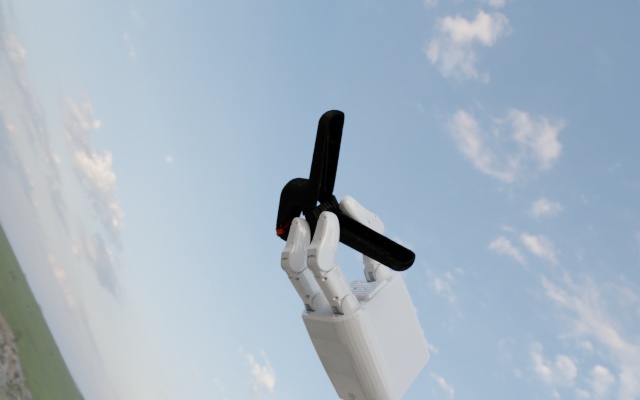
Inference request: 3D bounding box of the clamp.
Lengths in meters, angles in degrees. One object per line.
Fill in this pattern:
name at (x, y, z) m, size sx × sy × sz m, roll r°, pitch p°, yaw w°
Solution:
clamp at (0.001, 0.002, 0.517) m, size 0.036 × 0.164 × 0.210 m, roll -26°, pitch 6°, yaw -32°
